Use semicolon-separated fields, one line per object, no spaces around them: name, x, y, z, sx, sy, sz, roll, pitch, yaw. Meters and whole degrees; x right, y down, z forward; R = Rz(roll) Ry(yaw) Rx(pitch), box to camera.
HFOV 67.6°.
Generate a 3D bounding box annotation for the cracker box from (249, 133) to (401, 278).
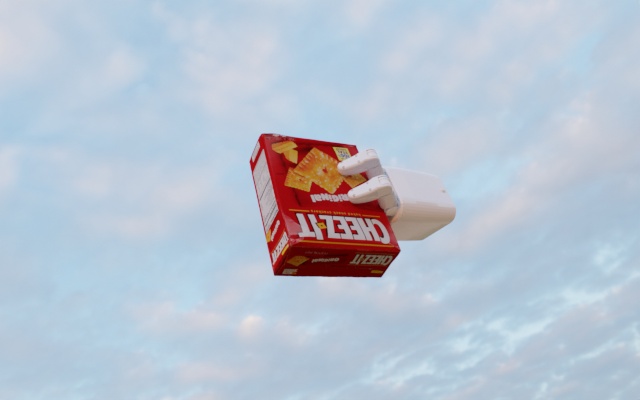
cracker box;0.000;0.002;0.678;0.164;0.213;0.072;5;-45;-25
